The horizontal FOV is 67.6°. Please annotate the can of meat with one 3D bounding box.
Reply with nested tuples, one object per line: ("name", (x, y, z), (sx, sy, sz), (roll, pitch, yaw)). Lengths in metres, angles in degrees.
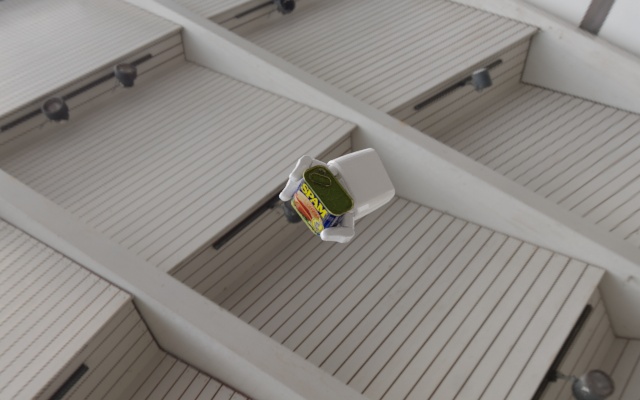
("can of meat", (0.000, 0.003, 0.848), (0.057, 0.102, 0.084), (-26, -19, -35))
